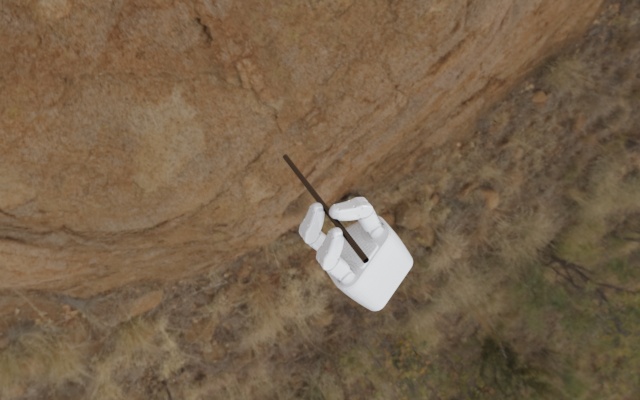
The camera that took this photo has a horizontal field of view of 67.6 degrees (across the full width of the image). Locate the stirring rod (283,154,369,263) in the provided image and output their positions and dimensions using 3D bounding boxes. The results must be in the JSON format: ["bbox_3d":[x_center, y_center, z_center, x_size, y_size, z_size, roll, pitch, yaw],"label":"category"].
[{"bbox_3d":[0.000,0.002,0.644,0.011,0.011,0.239,0,35,-33],"label":"stirring rod"}]
